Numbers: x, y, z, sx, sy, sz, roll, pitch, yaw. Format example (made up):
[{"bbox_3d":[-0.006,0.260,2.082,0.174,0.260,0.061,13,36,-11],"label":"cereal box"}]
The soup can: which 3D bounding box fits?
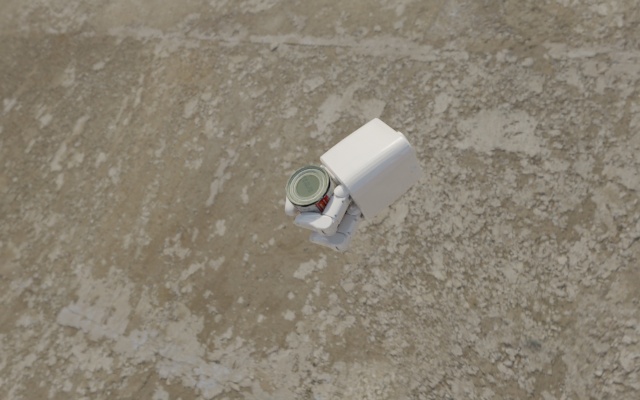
[{"bbox_3d":[0.000,0.002,0.693,0.068,0.068,0.102,0,-28,24],"label":"soup can"}]
